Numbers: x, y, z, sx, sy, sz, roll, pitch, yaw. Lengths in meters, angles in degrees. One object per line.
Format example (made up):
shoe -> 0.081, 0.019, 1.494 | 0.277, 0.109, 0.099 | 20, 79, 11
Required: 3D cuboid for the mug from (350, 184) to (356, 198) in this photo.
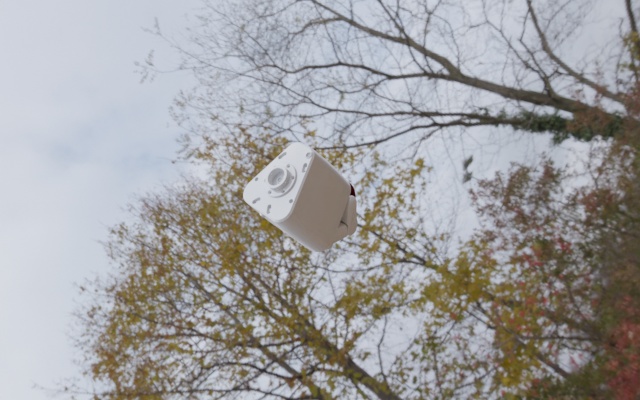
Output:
mug -> 0.001, 0.003, 0.767 | 0.081, 0.093, 0.117 | 31, -8, 37
